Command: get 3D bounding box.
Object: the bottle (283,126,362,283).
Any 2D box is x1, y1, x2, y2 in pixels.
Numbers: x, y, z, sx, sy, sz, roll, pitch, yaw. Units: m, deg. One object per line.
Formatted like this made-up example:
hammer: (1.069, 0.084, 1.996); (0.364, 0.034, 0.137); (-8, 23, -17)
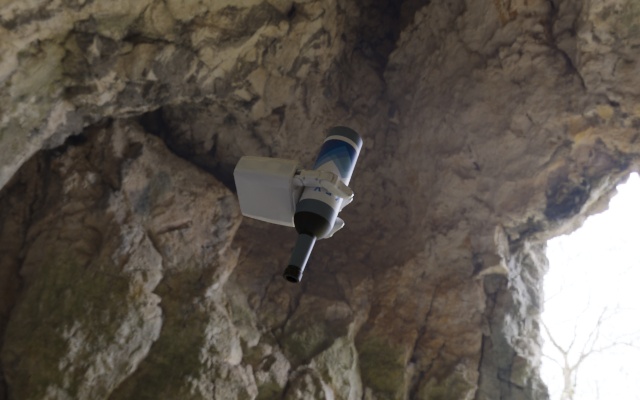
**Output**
bottle: (0.000, 0.002, 0.797); (0.069, 0.295, 0.069); (15, -33, 10)
